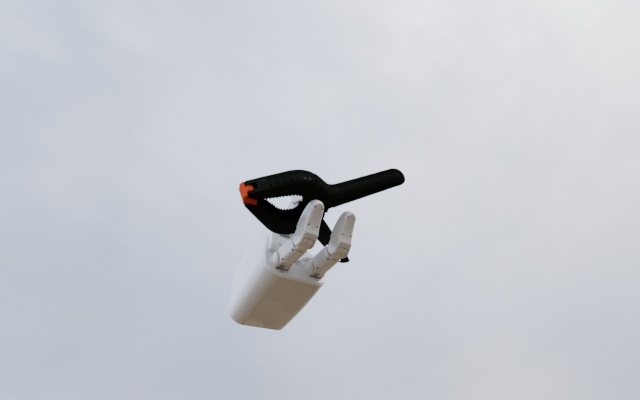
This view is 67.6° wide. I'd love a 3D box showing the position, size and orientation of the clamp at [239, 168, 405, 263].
[{"bbox_3d":[-0.001,0.002,0.610,0.210,0.165,0.036,19,28,-35],"label":"clamp"}]
